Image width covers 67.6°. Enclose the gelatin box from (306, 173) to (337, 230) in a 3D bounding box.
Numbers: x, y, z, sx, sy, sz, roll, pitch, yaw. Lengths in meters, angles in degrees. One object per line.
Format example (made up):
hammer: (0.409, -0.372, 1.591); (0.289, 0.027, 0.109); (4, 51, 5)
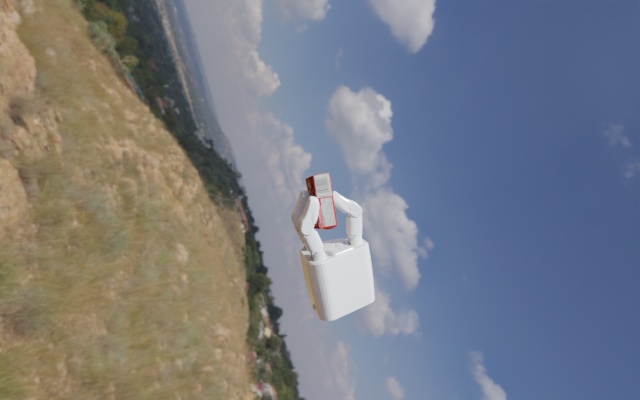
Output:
gelatin box: (0.001, 0.002, 0.782); (0.030, 0.089, 0.073); (-9, 0, -11)
